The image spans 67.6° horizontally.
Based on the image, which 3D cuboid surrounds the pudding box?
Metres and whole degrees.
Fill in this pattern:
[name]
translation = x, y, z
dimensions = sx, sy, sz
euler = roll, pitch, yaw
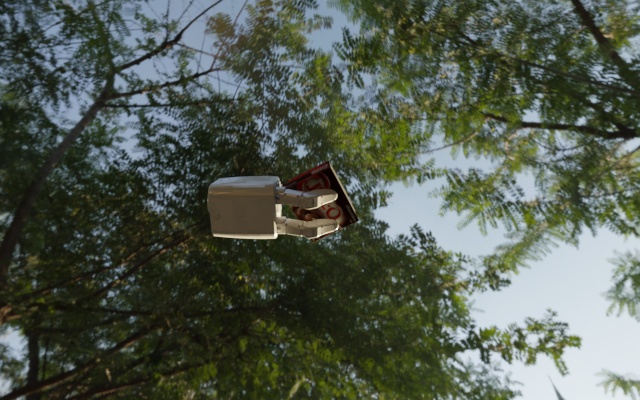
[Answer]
[pudding box]
translation = 0.000, 0.003, 0.797
dimensions = 0.090, 0.113, 0.039
euler = -26, 26, 10
